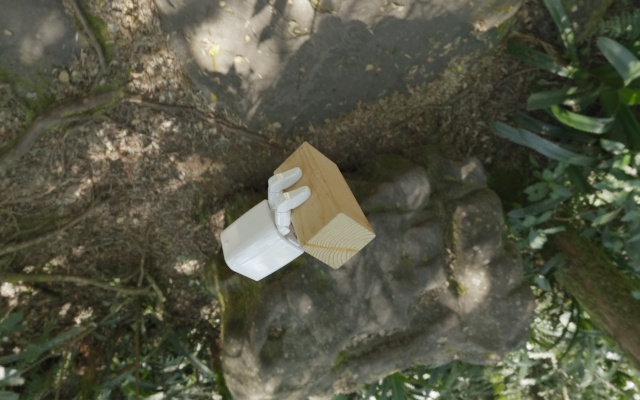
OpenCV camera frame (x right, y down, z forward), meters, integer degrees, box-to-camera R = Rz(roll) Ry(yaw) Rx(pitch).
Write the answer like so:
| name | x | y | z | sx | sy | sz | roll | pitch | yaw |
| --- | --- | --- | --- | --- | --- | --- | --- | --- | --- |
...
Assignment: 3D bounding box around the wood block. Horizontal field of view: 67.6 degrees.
| name | x | y | z | sx | sy | sz | roll | pitch | yaw |
| --- | --- | --- | --- | --- | --- | --- | --- | --- | --- |
| wood block | 0.000 | 0.003 | 0.817 | 0.091 | 0.090 | 0.206 | 35 | 20 | -38 |
